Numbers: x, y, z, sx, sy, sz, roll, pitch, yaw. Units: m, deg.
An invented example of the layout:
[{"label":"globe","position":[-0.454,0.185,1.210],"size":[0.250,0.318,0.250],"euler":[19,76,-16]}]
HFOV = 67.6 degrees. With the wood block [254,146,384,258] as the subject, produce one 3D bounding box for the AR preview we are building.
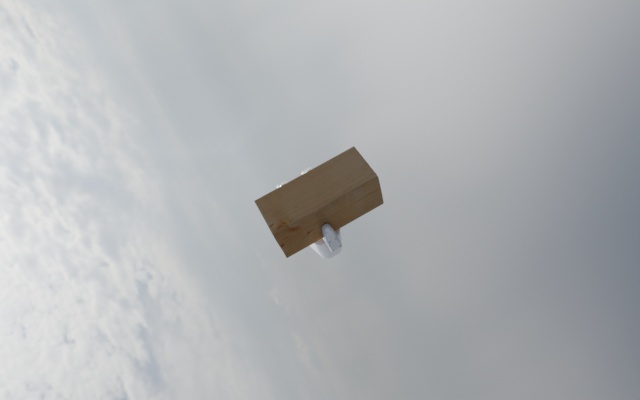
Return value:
[{"label":"wood block","position":[0.000,0.003,0.865],"size":[0.206,0.090,0.090],"euler":[-30,-36,-6]}]
